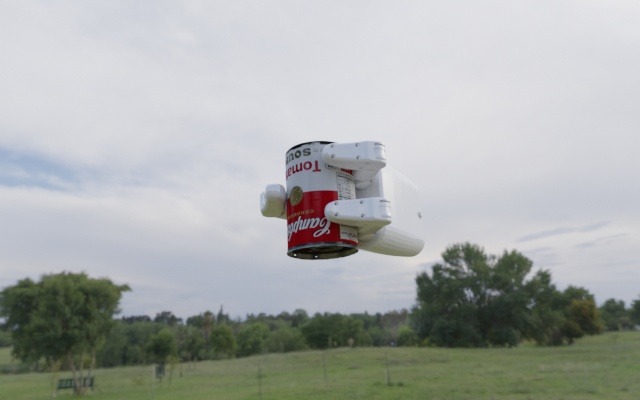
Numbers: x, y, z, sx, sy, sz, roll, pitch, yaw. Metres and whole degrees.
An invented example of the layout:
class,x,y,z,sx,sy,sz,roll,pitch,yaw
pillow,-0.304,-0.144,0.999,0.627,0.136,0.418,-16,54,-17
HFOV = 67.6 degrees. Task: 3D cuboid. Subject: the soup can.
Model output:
class,x,y,z,sx,sy,sz,roll,pitch,yaw
soup can,0.000,0.001,0.464,0.068,0.102,0.068,-2,-17,-1
